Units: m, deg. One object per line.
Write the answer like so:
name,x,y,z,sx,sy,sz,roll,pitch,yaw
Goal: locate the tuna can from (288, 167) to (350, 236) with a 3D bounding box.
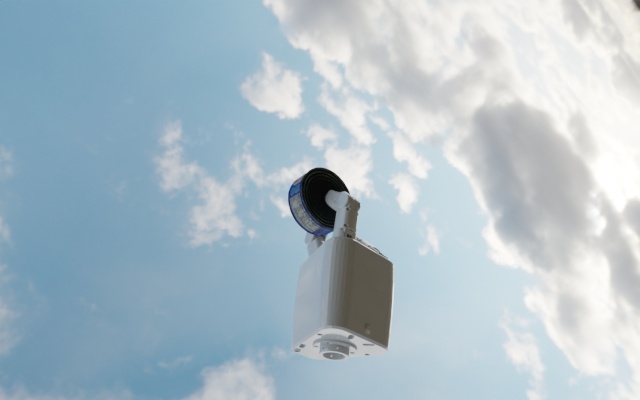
tuna can,0.000,0.002,0.627,0.086,0.086,0.034,0,-21,-42
